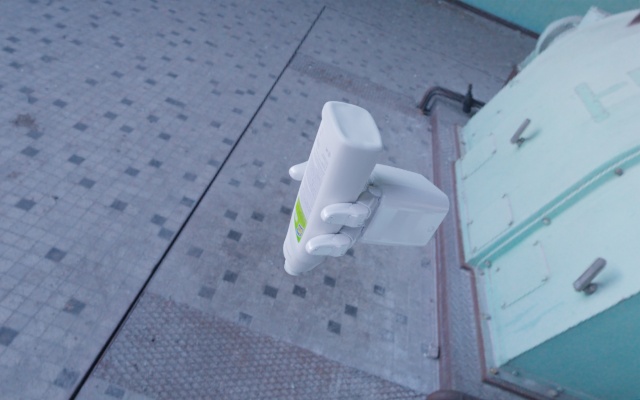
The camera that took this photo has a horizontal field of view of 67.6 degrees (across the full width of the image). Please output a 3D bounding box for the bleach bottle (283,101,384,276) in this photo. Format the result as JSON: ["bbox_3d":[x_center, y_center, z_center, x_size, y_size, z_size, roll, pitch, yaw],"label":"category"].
[{"bbox_3d":[0.000,0.002,0.635,0.068,0.251,0.102,9,39,-20],"label":"bleach bottle"}]
